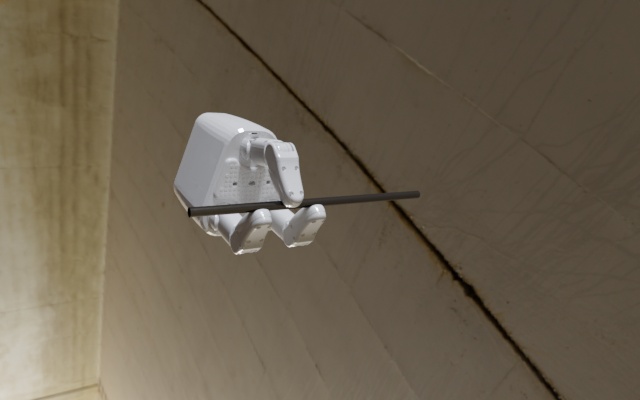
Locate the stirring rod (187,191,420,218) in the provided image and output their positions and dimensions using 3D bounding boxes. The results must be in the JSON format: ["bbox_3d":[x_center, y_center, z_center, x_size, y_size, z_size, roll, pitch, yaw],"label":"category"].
[{"bbox_3d":[0.000,0.001,0.431,0.239,0.011,0.011,-4,2,-33],"label":"stirring rod"}]
